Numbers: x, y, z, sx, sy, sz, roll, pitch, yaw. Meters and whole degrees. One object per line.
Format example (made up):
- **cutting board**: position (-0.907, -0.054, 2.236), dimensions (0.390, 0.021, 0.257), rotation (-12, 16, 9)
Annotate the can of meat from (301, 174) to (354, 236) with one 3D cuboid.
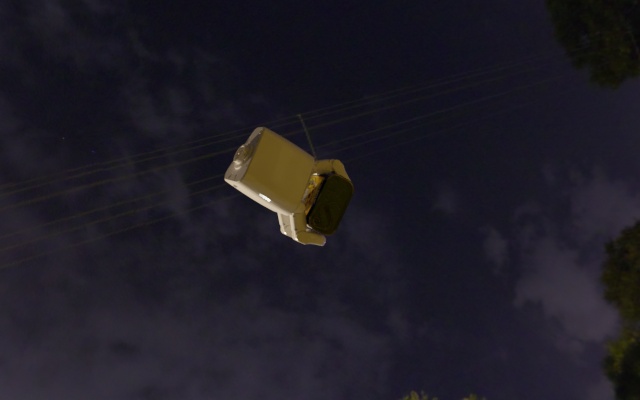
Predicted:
- **can of meat**: position (0.000, 0.003, 0.827), dimensions (0.057, 0.102, 0.084), rotation (28, -7, -29)
